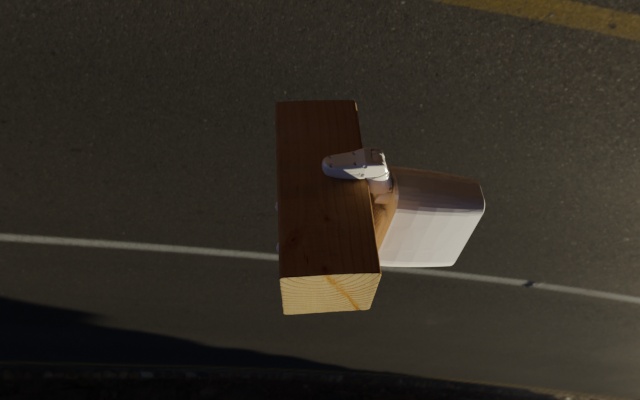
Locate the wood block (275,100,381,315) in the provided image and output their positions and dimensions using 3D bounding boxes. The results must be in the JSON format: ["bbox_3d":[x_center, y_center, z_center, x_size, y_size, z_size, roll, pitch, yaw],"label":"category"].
[{"bbox_3d":[0.001,0.002,0.497,0.090,0.206,0.091,-2,-33,-4],"label":"wood block"}]
